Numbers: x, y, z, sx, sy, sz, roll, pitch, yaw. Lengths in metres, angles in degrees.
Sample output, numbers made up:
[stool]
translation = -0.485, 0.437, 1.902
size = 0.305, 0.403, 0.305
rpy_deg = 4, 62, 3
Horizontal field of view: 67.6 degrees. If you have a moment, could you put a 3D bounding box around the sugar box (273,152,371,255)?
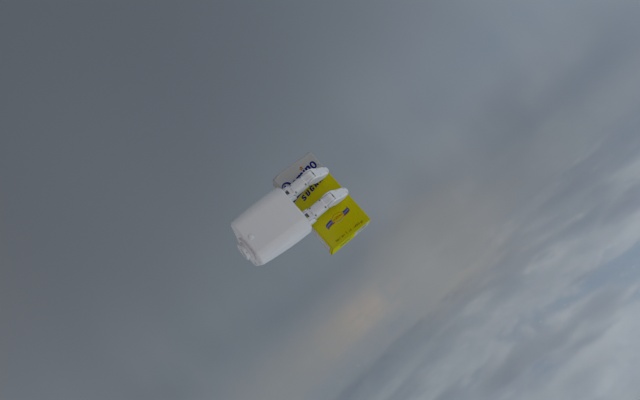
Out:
[sugar box]
translation = 0.000, 0.003, 0.883
size = 0.093, 0.176, 0.048
rpy_deg = -38, -13, -15
